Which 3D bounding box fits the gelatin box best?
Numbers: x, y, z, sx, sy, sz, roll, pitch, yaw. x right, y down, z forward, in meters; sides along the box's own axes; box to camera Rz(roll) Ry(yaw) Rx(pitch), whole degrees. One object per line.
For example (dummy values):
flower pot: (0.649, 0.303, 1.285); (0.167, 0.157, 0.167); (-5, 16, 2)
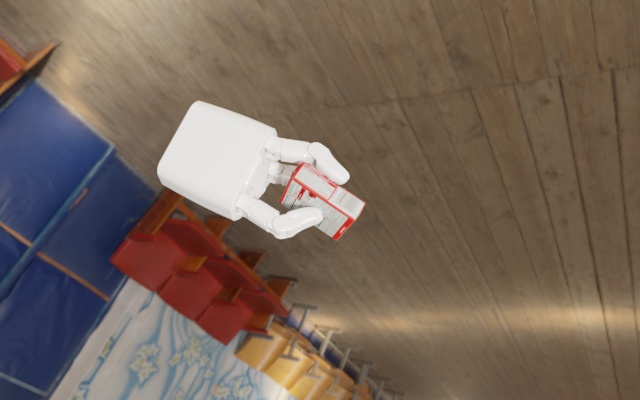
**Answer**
gelatin box: (0.000, 0.002, 0.566); (0.089, 0.030, 0.073); (34, -28, 1)
